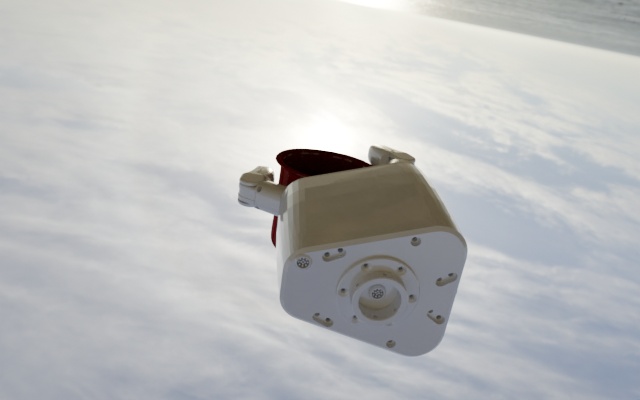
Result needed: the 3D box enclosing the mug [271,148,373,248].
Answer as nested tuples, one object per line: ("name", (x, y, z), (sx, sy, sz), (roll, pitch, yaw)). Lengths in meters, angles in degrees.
("mug", (0.000, 0.001, 0.440), (0.093, 0.081, 0.117), (9, 21, -5))
